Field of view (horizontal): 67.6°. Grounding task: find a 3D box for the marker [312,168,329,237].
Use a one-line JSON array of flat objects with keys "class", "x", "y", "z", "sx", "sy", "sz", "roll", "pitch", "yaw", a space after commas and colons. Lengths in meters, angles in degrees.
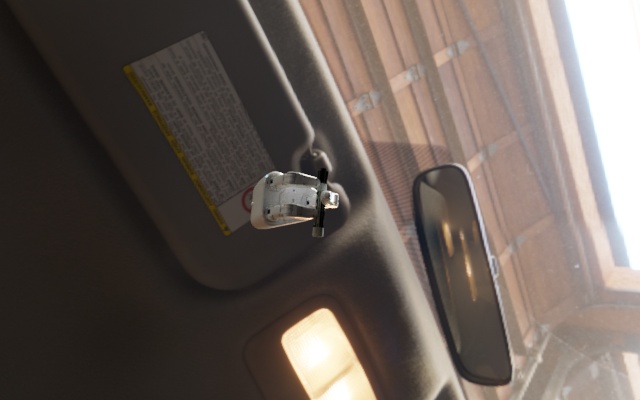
[{"class": "marker", "x": 0.000, "y": 0.003, "z": 0.829, "sx": 0.020, "sy": 0.121, "sz": 0.020, "roll": 5, "pitch": -11, "yaw": 1}]
